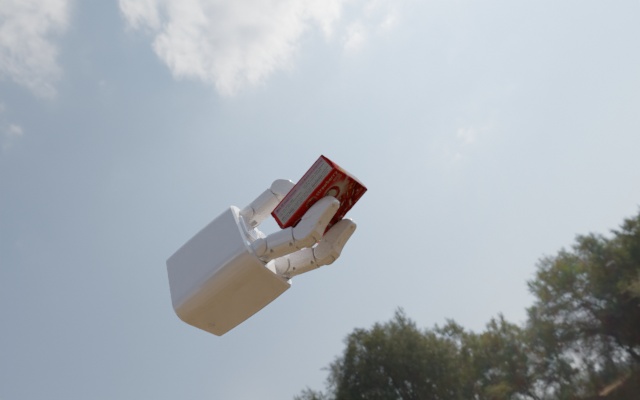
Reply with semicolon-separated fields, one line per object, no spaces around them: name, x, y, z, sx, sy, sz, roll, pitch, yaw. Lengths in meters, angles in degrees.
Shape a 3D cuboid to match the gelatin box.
gelatin box;0.000;0.001;0.530;0.073;0.089;0.030;29;16;-51
